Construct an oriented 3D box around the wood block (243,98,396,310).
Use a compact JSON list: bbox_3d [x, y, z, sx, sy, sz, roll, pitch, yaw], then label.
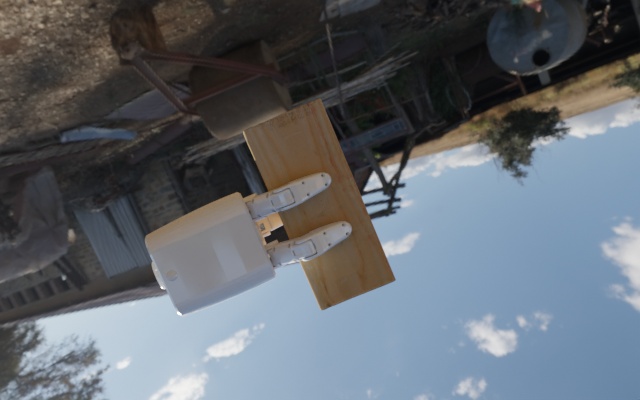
[{"bbox_3d":[0.000,0.002,0.538,0.090,0.206,0.091,-23,6,2],"label":"wood block"}]
